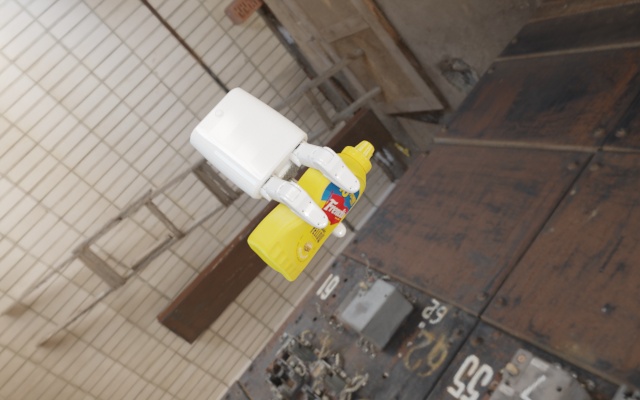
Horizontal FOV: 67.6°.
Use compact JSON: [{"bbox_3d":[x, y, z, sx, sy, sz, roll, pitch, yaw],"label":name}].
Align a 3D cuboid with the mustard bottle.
[{"bbox_3d":[0.000,0.002,0.578,0.058,0.191,0.096,31,-15,32],"label":"mustard bottle"}]
